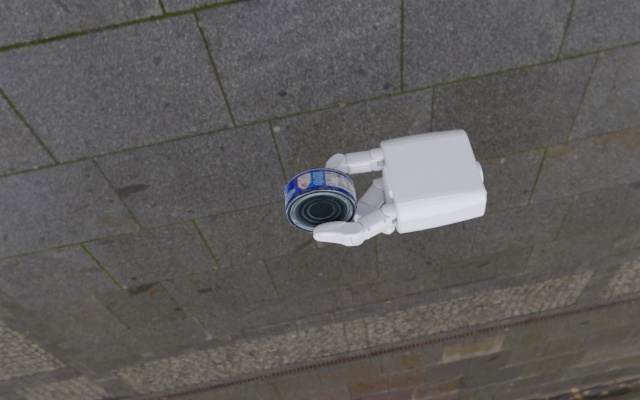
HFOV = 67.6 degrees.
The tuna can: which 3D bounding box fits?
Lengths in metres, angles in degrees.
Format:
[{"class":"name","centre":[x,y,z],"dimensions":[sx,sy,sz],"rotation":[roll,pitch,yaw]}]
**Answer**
[{"class":"tuna can","centre":[0.000,0.002,0.568],"dimensions":[0.086,0.033,0.086],"rotation":[-3,-39,-2]}]
